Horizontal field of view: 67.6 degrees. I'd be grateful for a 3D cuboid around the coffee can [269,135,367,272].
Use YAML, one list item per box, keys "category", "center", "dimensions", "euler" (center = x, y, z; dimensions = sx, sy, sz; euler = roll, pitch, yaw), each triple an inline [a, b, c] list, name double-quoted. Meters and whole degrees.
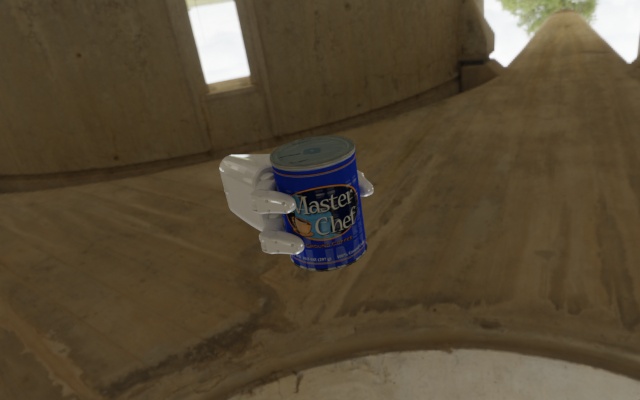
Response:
- category: "coffee can"
  center: [0.000, 0.002, 0.595]
  dimensions: [0.103, 0.140, 0.102]
  euler: [-8, 25, 4]
